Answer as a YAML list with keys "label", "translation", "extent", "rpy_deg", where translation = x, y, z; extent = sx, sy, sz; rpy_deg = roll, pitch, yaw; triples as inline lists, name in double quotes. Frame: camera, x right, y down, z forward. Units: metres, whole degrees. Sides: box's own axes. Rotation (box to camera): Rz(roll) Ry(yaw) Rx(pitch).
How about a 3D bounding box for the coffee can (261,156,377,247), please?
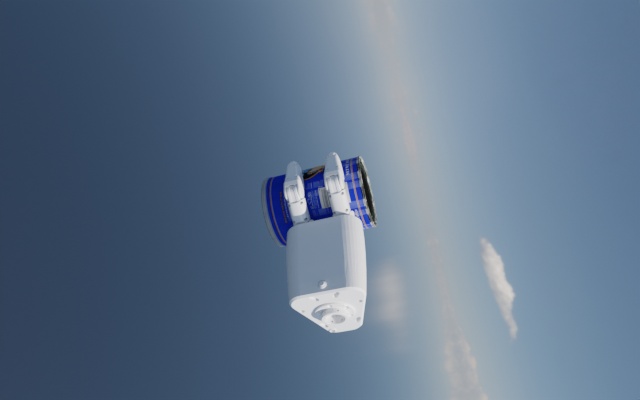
- label: "coffee can"
  translation: [0.000, 0.002, 0.677]
  extent: [0.140, 0.103, 0.103]
  rpy_deg: [-13, -3, 12]
